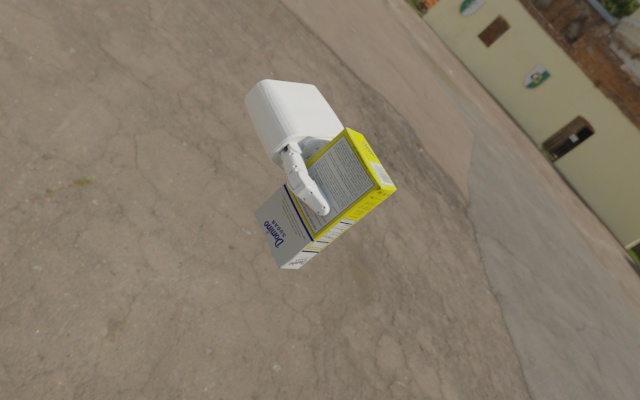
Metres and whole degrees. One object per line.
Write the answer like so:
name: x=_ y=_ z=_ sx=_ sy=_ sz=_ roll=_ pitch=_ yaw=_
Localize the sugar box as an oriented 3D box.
sugar box: x=0.000 y=0.002 z=0.603 sx=0.176 sy=0.093 sz=0.048 roll=-41 pitch=-29 yaw=26
